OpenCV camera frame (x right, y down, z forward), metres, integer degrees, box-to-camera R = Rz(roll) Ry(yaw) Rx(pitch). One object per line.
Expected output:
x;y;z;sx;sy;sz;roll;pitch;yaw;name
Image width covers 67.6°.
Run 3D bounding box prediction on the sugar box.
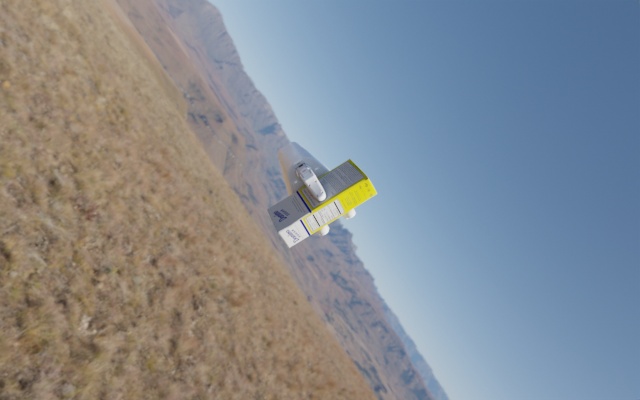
0.000;0.003;0.825;0.176;0.048;0.093;-33;30;-1;sugar box
